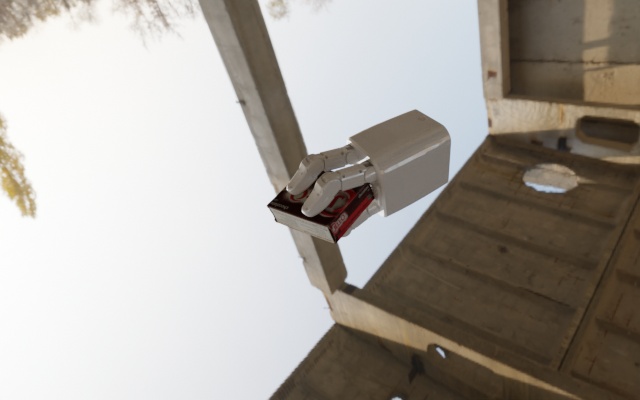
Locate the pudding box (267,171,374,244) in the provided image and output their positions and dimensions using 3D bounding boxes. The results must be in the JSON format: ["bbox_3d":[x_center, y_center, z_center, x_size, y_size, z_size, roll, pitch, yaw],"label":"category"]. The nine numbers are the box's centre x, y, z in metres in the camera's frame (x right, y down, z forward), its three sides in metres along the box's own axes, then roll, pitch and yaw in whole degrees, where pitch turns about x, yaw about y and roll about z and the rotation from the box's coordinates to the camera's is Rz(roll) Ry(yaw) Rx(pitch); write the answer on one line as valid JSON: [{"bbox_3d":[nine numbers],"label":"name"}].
[{"bbox_3d":[0.000,0.002,0.627,0.113,0.039,0.090,14,50,41],"label":"pudding box"}]
